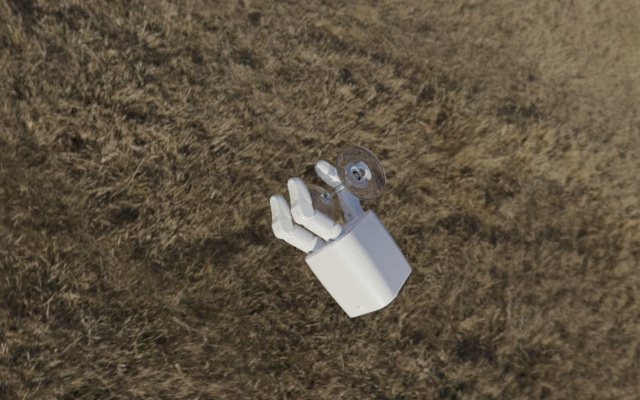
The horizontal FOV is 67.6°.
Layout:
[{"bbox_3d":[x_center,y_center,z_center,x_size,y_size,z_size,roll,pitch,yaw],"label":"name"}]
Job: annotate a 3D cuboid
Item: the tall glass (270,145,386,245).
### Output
[{"bbox_3d":[0.000,0.002,0.661,0.079,0.079,0.201,0,-22,-33],"label":"tall glass"}]
